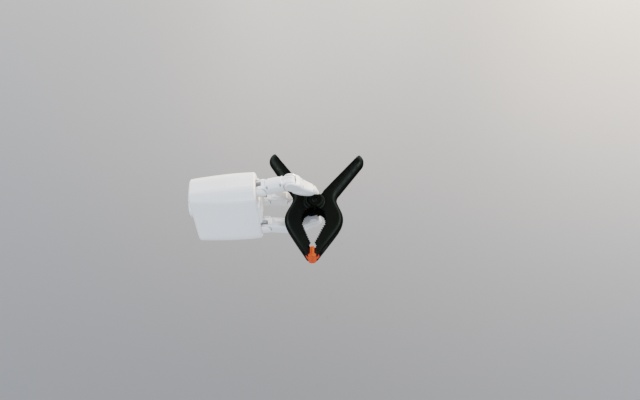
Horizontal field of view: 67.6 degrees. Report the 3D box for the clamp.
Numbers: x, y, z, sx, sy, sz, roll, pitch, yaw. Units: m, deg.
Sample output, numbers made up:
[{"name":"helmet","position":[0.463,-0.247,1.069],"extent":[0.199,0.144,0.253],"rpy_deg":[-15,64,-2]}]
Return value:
[{"name":"clamp","position":[0.000,0.003,0.795],"extent":[0.164,0.209,0.036],"rpy_deg":[-5,-33,-1]}]
